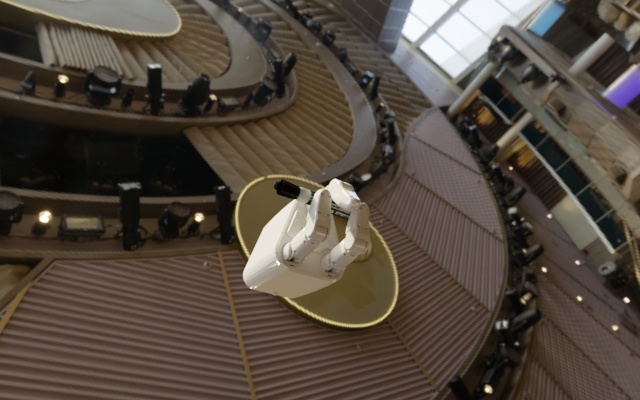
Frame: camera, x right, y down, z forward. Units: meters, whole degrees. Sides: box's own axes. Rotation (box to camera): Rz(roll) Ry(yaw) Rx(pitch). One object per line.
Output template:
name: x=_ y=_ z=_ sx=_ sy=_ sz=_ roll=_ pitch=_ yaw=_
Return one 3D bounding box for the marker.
marker: x=0.000 y=0.002 z=0.565 sx=0.121 sy=0.020 sz=0.020 roll=20 pitch=-9 yaw=-26
